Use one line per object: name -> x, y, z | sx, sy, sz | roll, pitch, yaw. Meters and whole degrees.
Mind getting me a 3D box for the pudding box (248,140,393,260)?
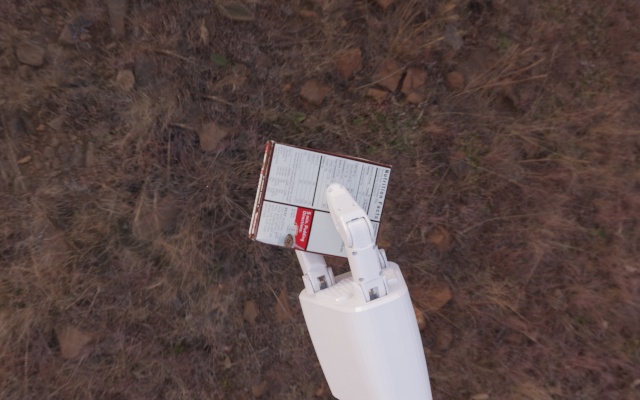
pudding box -> 0.000, 0.001, 0.423 | 0.113, 0.090, 0.039 | 11, 1, -14
